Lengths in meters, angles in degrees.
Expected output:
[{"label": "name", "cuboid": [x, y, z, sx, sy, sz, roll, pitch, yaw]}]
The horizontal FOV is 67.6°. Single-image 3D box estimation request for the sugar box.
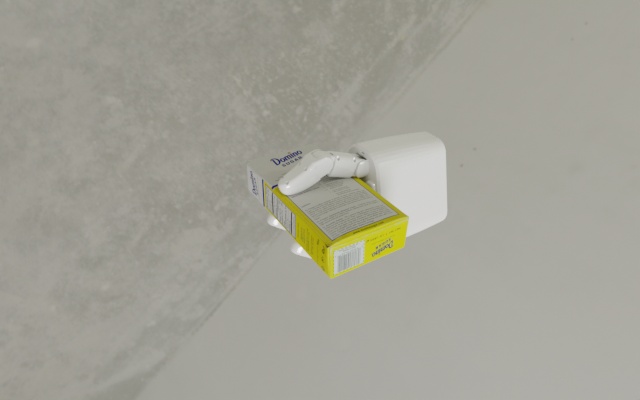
[{"label": "sugar box", "cuboid": [0.000, 0.002, 0.508, 0.093, 0.048, 0.176, -18, 37, -26]}]
